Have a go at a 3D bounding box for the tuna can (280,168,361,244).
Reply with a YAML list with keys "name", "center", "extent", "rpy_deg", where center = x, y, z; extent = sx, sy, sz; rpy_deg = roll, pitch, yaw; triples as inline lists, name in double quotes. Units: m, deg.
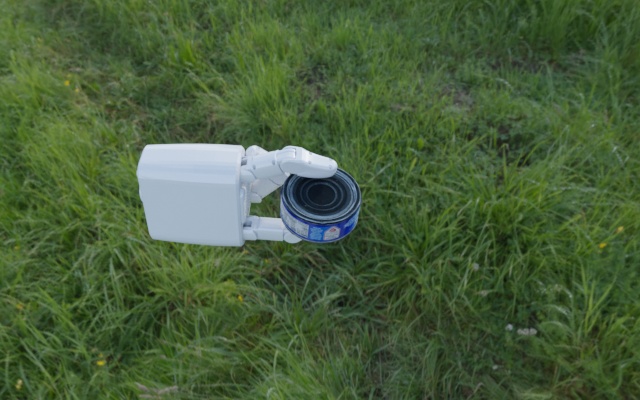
- name: "tuna can"
  center: [0.000, 0.001, 0.508]
  extent: [0.086, 0.086, 0.034]
  rpy_deg: [0, -40, -7]
